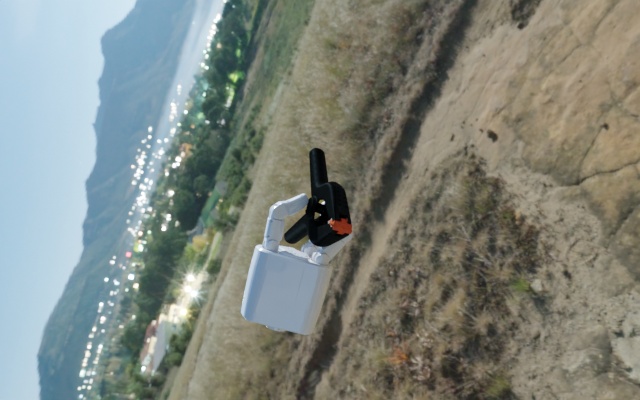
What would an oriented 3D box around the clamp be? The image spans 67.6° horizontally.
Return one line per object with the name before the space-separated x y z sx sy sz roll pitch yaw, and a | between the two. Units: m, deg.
clamp | -0.001 0.002 0.708 0.036 0.164 0.210 13 2 -20
